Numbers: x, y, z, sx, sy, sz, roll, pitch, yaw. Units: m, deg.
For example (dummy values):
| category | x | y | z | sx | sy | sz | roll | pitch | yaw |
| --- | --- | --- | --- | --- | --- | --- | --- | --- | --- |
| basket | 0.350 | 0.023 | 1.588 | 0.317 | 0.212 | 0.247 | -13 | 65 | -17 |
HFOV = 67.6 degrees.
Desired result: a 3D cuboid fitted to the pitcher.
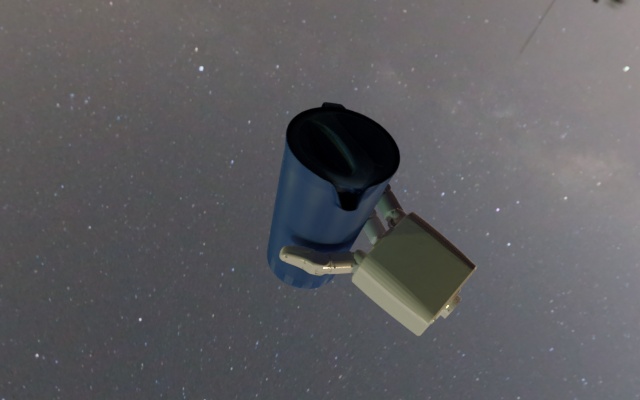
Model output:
| category | x | y | z | sx | sy | sz | roll | pitch | yaw |
| --- | --- | --- | --- | --- | --- | --- | --- | --- | --- |
| pitcher | 0.000 | 0.002 | 0.626 | 0.145 | 0.243 | 0.149 | 38 | 49 | 16 |
